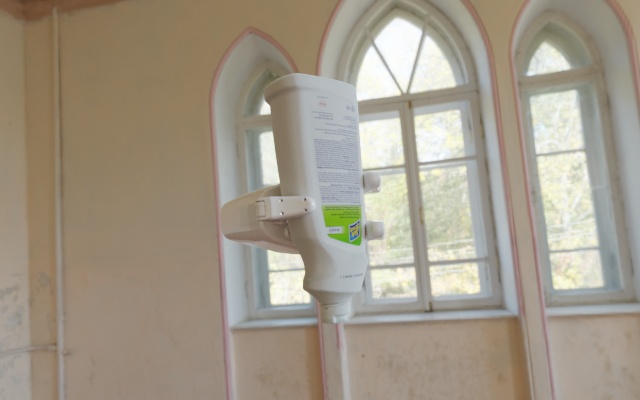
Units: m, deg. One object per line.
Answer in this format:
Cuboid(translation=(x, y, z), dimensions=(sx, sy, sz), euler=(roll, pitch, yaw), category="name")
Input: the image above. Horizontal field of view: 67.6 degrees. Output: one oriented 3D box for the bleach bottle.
Cuboid(translation=(0.000, 0.002, 0.504), dimensions=(0.102, 0.251, 0.068), euler=(0, -7, -38), category="bleach bottle")
